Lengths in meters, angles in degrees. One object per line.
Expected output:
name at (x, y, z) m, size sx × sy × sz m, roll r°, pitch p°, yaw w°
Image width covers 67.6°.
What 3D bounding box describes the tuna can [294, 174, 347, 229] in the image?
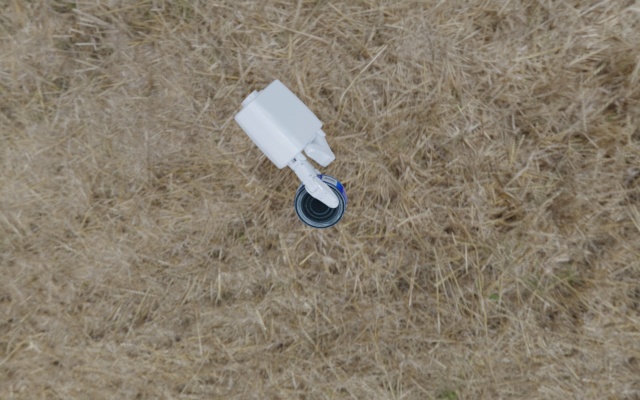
tuna can at (0.000, 0.003, 0.778) m, size 0.086 × 0.086 × 0.033 m, roll 0°, pitch 24°, yaw 6°
